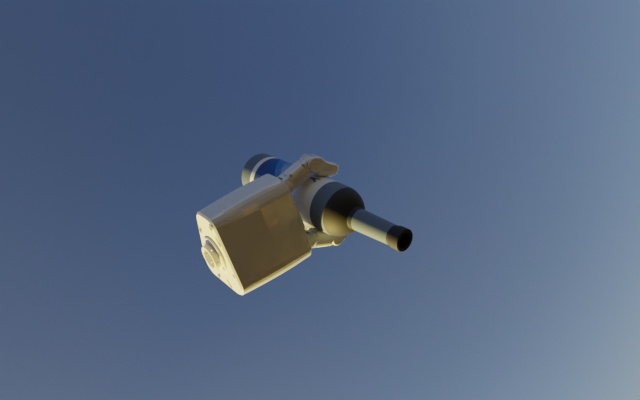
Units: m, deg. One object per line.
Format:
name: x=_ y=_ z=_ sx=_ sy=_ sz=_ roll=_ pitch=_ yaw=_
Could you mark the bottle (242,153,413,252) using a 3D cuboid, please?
bottle: x=0.000 y=0.002 z=0.635 sx=0.069 sy=0.069 sz=0.295 roll=0 pitch=17 yaw=-42
